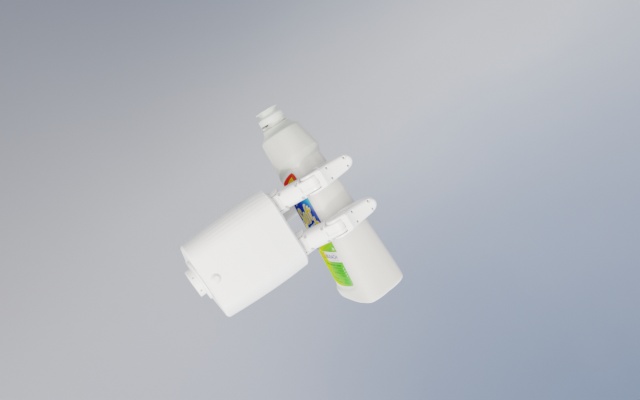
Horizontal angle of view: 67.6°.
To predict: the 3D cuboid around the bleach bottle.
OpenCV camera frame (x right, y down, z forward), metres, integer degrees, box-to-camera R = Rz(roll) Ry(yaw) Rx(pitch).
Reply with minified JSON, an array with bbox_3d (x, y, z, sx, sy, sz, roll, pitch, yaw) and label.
[{"bbox_3d":[0.000,0.002,0.575,0.068,0.251,0.102,-35,10,-18],"label":"bleach bottle"}]
